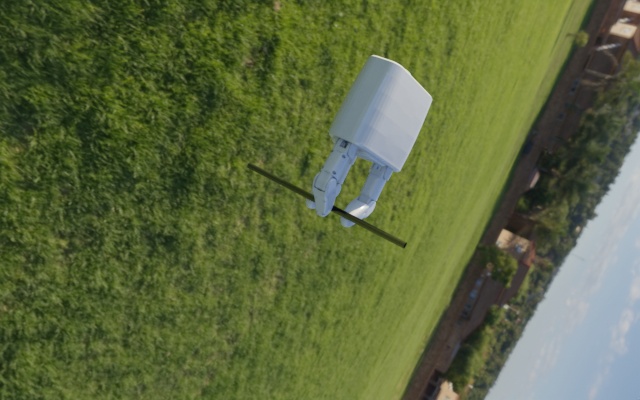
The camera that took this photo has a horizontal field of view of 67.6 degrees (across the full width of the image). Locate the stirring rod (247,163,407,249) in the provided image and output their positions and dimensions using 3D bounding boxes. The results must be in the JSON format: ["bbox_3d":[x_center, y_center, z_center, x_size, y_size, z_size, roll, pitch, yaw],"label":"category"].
[{"bbox_3d":[0.000,0.002,0.598,0.239,0.011,0.011,27,12,25],"label":"stirring rod"}]
